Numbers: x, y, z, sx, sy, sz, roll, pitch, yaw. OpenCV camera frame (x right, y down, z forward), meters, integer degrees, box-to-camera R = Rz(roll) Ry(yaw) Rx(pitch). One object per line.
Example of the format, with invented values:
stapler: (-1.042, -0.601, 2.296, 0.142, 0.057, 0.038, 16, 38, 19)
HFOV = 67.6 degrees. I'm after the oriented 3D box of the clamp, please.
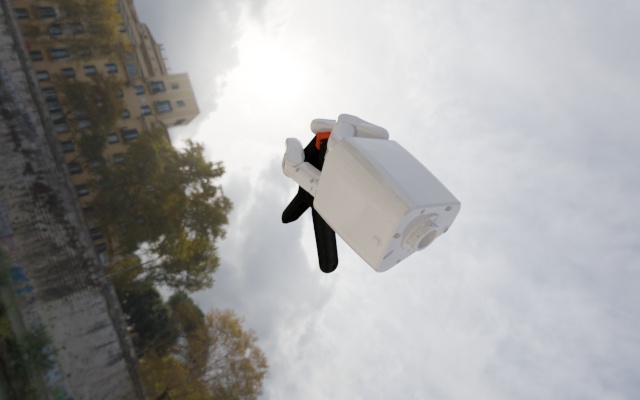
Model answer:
clamp: (0.001, 0.002, 0.574, 0.039, 0.172, 0.120, -19, 52, -33)
